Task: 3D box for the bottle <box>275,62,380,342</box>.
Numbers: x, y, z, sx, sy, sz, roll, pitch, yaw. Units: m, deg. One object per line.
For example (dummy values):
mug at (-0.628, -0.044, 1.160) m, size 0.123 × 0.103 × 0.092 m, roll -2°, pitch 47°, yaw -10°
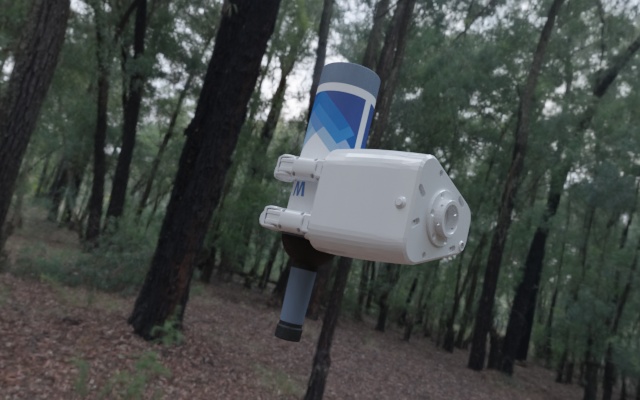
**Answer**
bottle at (0.000, 0.001, 0.515) m, size 0.069 × 0.295 × 0.069 m, roll 14°, pitch -8°, yaw 2°
